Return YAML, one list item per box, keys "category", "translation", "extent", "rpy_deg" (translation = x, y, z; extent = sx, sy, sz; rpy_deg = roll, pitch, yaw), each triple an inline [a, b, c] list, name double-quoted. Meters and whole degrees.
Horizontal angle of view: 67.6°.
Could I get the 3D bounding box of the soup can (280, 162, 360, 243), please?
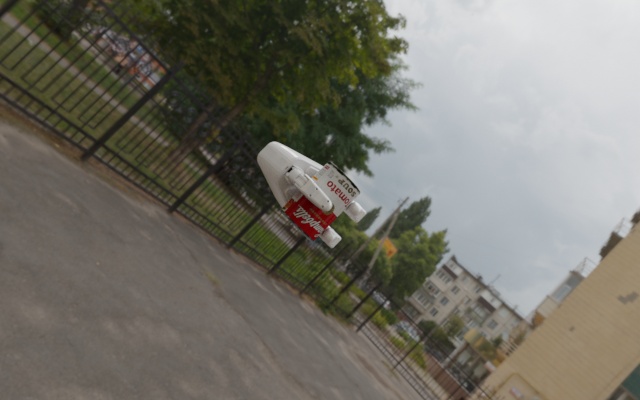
- category: "soup can"
  translation: [0.000, 0.002, 0.696]
  extent: [0.068, 0.102, 0.068]
  rpy_deg: [45, -2, 2]
